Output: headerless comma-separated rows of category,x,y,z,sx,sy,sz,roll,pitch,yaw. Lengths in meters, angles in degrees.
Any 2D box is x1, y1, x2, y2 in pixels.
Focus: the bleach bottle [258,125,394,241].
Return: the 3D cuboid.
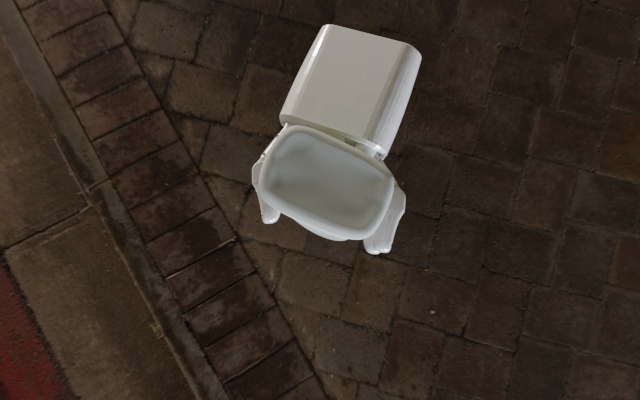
bleach bottle,0.000,0.002,0.472,0.102,0.068,0.251,25,-7,0
